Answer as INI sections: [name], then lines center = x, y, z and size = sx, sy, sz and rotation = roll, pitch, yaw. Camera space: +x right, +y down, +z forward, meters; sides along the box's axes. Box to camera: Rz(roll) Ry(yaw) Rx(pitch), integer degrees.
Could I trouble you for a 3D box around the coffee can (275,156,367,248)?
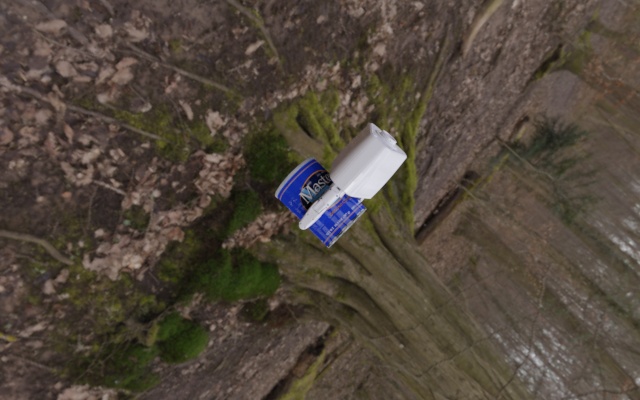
[coffee can]
center = 0.000, 0.003, 0.886
size = 0.140, 0.103, 0.103
rotation = 44, 6, 6
